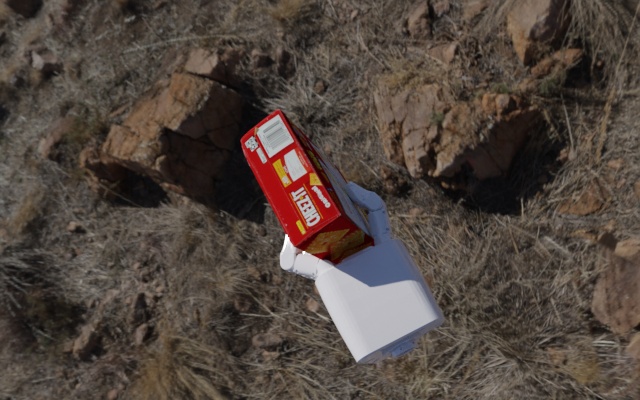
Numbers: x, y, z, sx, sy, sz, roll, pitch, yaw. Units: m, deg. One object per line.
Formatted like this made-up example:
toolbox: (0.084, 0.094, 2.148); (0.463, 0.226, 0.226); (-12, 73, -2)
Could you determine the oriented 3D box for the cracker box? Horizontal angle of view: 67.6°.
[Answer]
cracker box: (0.000, 0.002, 0.624); (0.072, 0.164, 0.214); (-35, -27, 9)
